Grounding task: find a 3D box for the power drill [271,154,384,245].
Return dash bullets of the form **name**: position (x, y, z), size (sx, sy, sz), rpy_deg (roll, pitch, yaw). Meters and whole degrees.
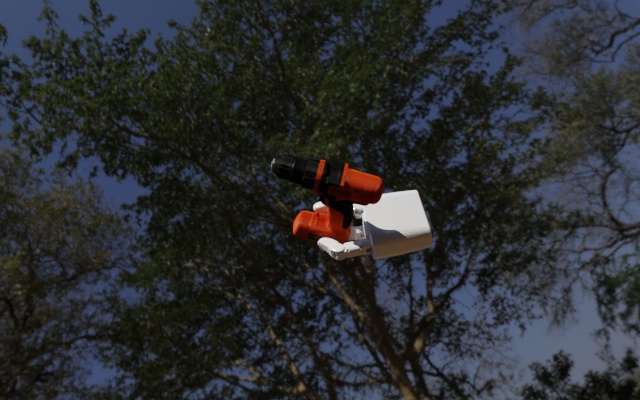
- **power drill**: position (0.000, 0.003, 0.820), size (0.184, 0.057, 0.188), rpy_deg (16, -34, 0)
